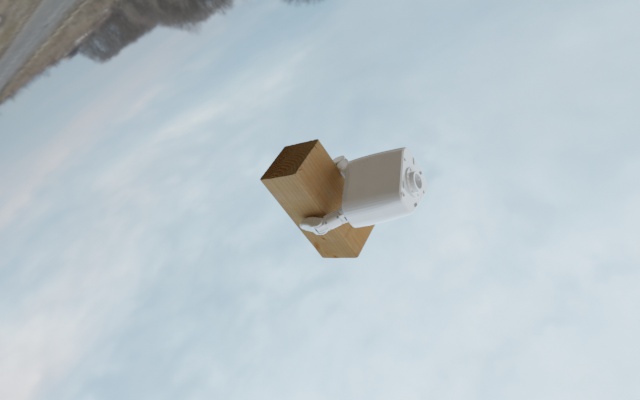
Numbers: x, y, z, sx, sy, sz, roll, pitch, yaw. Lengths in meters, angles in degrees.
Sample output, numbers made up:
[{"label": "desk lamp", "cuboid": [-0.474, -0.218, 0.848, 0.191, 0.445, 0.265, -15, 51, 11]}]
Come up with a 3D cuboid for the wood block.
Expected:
[{"label": "wood block", "cuboid": [0.000, 0.003, 0.853, 0.090, 0.206, 0.090, -6, 41, 43]}]
